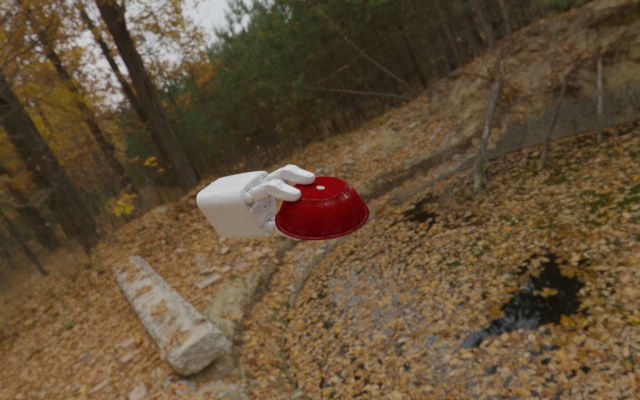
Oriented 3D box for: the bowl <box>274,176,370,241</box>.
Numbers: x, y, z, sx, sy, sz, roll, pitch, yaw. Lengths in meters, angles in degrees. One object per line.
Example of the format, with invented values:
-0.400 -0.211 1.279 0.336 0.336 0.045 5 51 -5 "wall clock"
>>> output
0.001 0.002 0.799 0.162 0.055 0.162 -4 27 2 "bowl"
